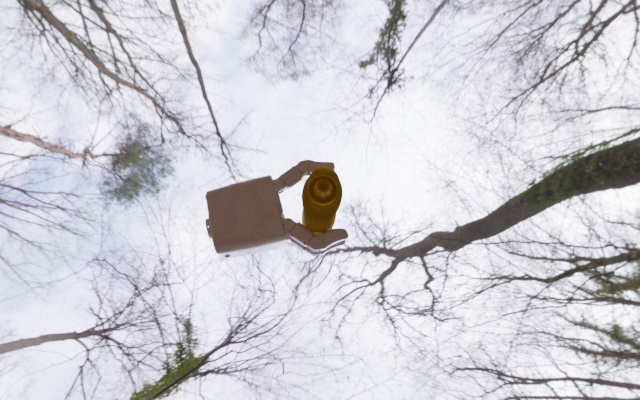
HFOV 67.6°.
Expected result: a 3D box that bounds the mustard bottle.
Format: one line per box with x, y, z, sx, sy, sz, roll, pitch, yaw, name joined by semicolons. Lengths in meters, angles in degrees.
0.000;0.002;0.726;0.058;0.096;0.192;11;-14;1;mustard bottle
